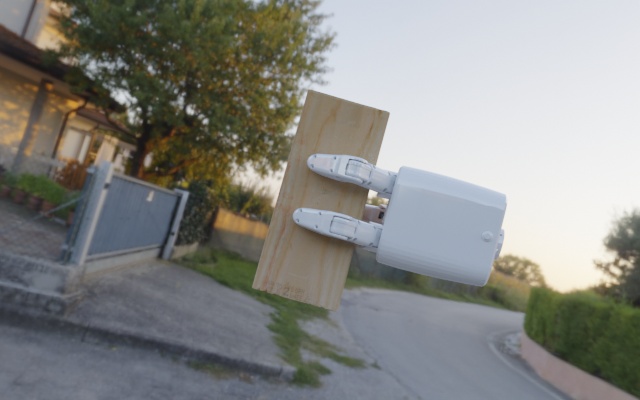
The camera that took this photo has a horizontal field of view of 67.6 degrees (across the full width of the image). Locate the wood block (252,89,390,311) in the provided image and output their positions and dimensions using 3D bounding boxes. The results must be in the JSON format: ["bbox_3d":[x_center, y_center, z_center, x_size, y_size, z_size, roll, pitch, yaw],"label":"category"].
[{"bbox_3d":[0.000,0.002,0.516,0.090,0.206,0.091,16,-5,0],"label":"wood block"}]
